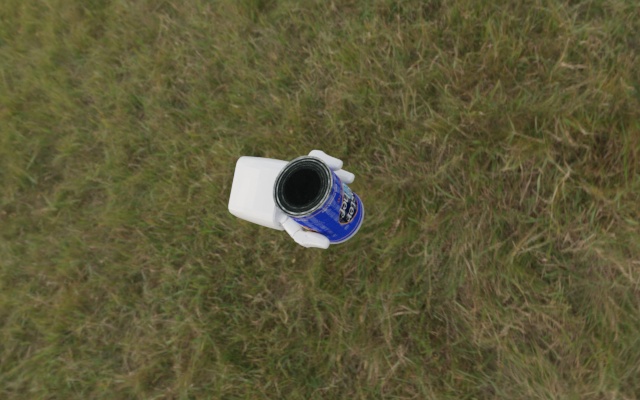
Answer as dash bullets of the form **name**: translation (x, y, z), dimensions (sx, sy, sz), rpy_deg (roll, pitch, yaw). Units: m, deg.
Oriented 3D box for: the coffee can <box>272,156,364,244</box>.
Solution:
- **coffee can**: translation (0.000, 0.003, 0.784), dimensions (0.103, 0.102, 0.140), rpy_deg (0, -21, 26)
